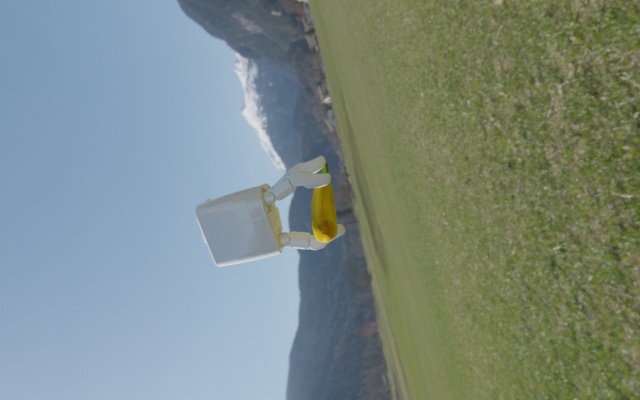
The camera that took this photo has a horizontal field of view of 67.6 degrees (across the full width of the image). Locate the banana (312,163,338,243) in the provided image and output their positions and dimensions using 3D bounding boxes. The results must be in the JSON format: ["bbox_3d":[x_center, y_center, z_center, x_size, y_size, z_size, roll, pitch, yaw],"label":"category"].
[{"bbox_3d":[0.004,0.016,0.712,0.037,0.070,0.197,-11,30,4],"label":"banana"}]
